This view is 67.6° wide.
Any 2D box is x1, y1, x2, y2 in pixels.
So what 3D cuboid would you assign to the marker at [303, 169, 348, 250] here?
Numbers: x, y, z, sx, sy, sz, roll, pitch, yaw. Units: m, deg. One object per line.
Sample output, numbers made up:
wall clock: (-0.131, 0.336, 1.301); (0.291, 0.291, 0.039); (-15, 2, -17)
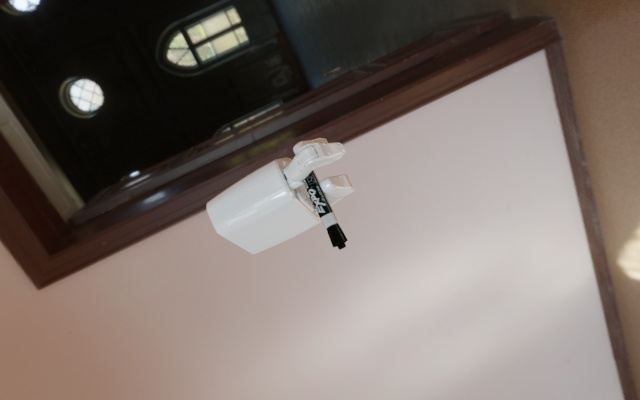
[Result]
marker: (0.000, 0.002, 0.560); (0.020, 0.121, 0.020); (-24, -15, -7)
